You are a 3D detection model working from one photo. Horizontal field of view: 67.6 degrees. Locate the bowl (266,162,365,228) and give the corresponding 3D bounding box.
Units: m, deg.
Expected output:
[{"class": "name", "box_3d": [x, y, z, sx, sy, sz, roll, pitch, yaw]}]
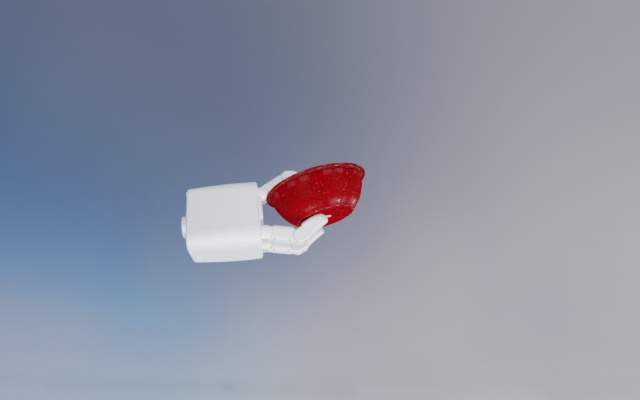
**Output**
[{"class": "bowl", "box_3d": [0.002, 0.002, 0.742, 0.162, 0.055, 0.162, -16, -19, -6]}]
